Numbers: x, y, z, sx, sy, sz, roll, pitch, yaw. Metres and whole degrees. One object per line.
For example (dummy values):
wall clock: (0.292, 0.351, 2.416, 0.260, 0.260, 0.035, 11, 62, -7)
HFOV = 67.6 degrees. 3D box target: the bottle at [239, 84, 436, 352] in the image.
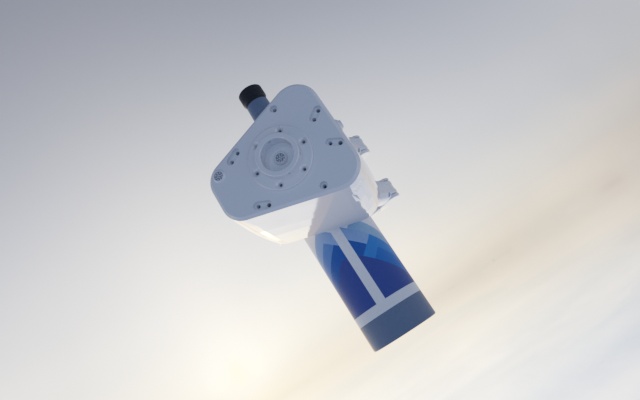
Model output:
bottle: (0.000, 0.002, 0.474, 0.069, 0.295, 0.069, -30, -17, -10)
